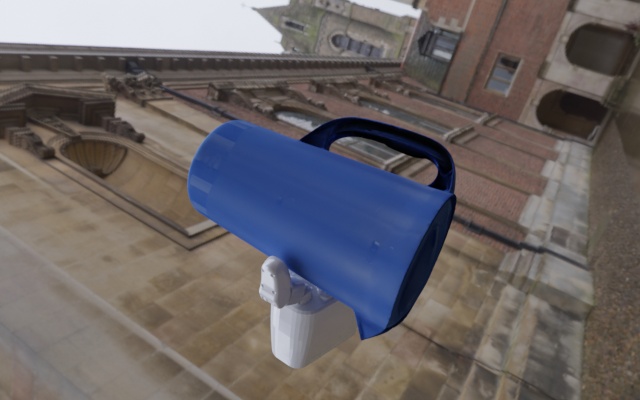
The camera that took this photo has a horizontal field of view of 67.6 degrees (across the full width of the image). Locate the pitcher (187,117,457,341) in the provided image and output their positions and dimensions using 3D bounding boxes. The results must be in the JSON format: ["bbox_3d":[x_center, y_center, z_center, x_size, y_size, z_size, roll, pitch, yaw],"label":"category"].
[{"bbox_3d":[0.000,0.002,0.460,0.243,0.145,0.149,26,43,22],"label":"pitcher"}]
